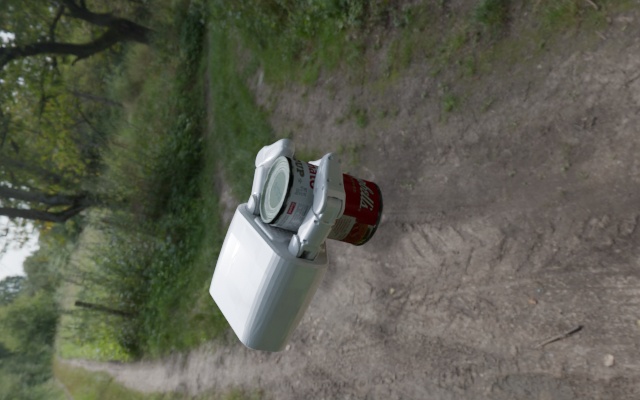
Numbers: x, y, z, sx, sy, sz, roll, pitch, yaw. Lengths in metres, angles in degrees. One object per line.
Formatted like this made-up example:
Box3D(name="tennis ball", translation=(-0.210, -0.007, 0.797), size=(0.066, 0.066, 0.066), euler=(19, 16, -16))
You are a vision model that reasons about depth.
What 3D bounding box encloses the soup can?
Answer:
Box3D(name="soup can", translation=(0.000, 0.001, 0.467), size=(0.102, 0.068, 0.068), euler=(15, -7, -26))
